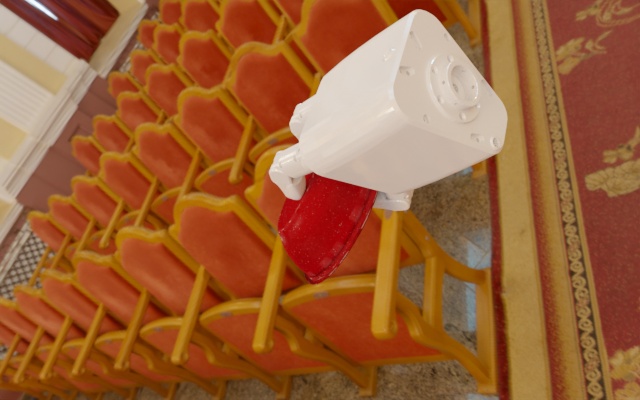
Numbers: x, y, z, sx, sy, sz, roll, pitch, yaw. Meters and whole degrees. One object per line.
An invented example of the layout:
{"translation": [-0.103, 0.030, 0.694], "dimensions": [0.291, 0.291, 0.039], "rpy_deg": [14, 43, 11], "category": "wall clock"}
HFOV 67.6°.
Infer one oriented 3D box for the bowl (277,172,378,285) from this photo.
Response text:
{"translation": [-0.001, 0.002, 0.493], "dimensions": [0.055, 0.162, 0.162], "rpy_deg": [26, -6, -13], "category": "bowl"}
